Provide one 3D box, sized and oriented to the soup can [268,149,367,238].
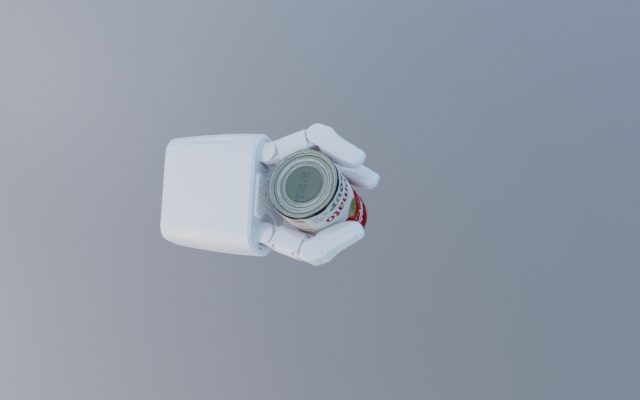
[{"bbox_3d":[0.000,0.002,0.459,0.068,0.068,0.102,0,-20,20],"label":"soup can"}]
